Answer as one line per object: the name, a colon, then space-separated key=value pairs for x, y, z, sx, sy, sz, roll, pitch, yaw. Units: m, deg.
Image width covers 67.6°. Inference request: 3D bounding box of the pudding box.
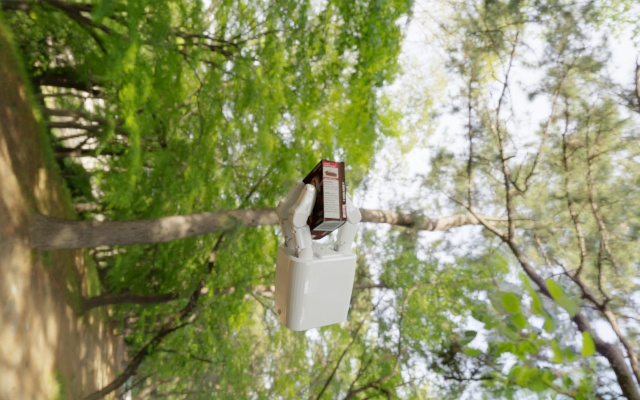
pudding box: x=0.000 y=0.002 z=0.686 sx=0.039 sy=0.090 sz=0.113 roll=5 pitch=-19 yaw=-21
